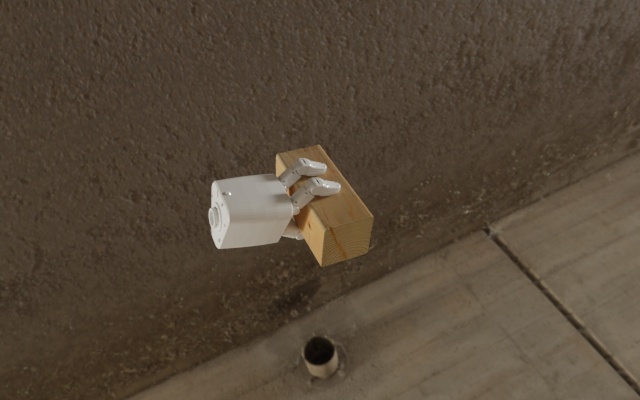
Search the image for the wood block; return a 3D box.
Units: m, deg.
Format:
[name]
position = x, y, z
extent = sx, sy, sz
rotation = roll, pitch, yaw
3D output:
[wood block]
position = 0.000, 0.003, 0.835
extent = 0.090, 0.091, 0.206
rotation = -15, 46, -20
